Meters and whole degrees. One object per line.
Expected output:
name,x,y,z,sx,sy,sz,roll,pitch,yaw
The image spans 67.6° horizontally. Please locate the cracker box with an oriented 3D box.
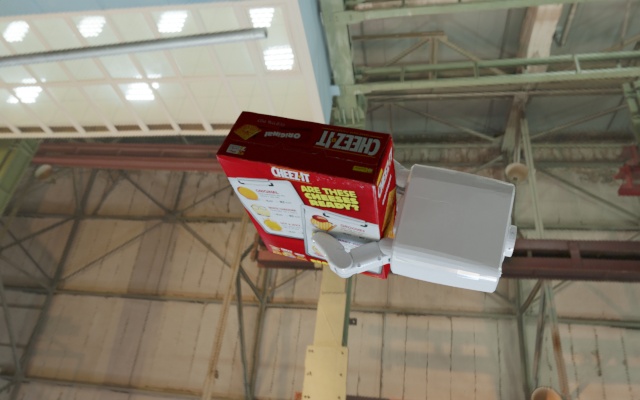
cracker box,0.000,0.002,0.542,0.164,0.072,0.214,11,-30,18
